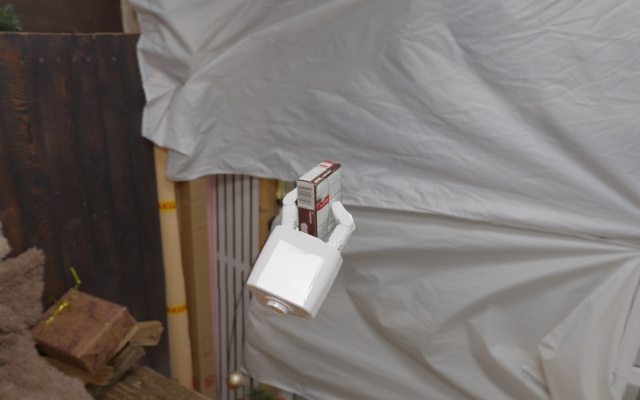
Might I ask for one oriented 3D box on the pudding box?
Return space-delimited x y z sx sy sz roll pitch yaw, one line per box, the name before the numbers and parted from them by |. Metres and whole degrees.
pudding box | 0.000 0.003 0.791 0.039 0.113 0.090 15 32 25
